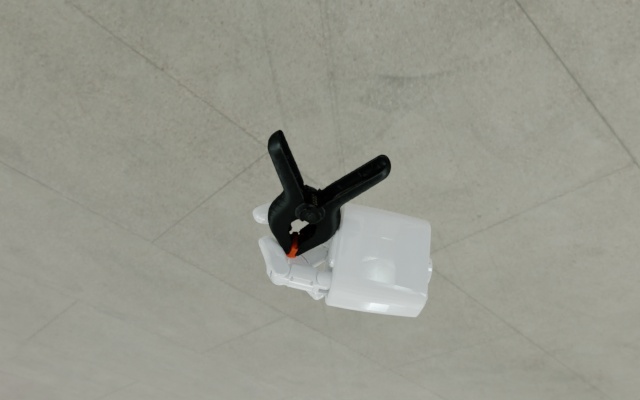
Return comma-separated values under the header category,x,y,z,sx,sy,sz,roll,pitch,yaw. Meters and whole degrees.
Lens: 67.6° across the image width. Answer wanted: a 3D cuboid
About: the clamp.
category,x,y,z,sx,sy,sz,roll,pitch,yaw
clamp,0.000,0.002,0.500,0.120,0.039,0.172,10,-41,-2
